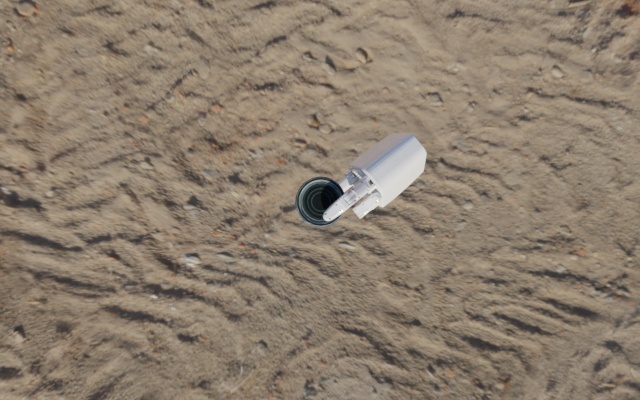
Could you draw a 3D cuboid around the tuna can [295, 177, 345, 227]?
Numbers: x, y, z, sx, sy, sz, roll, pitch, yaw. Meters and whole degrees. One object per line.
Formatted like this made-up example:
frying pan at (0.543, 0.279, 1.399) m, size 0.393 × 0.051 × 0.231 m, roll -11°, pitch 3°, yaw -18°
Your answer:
tuna can at (0.000, 0.003, 0.807) m, size 0.086 × 0.086 × 0.034 m, roll 0°, pitch -2°, yaw -2°
